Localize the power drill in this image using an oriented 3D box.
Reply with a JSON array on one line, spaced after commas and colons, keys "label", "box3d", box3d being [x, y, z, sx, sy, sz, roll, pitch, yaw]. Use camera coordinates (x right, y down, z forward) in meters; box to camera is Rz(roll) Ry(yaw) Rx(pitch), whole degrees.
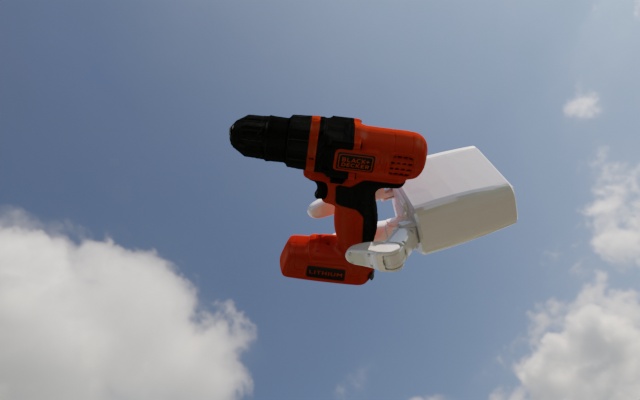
[{"label": "power drill", "box3d": [0.000, 0.002, 0.488, 0.184, 0.188, 0.057, 8, 40, 0]}]
